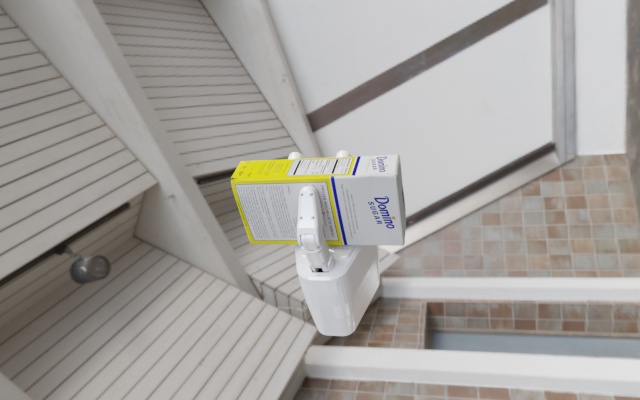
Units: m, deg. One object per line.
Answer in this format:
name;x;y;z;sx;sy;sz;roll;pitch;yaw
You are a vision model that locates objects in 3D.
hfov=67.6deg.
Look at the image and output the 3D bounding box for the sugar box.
sugar box;0.000;0.001;0.513;0.176;0.093;0.048;-2;37;14
